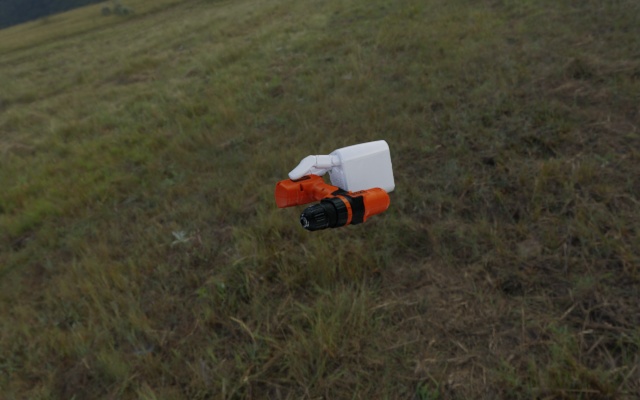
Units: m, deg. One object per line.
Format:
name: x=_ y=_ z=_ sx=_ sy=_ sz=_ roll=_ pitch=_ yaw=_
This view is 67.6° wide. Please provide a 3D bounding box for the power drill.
power drill: x=0.000 y=0.003 z=0.853 sx=0.184 sy=0.057 sz=0.187 roll=-12 pitch=21 yaw=-37
